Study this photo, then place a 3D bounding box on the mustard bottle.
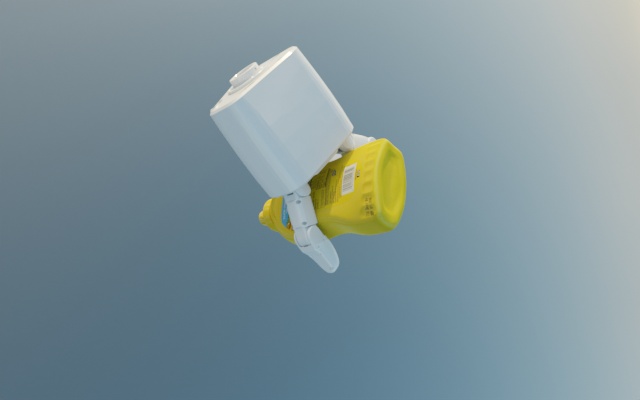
[{"bbox_3d":[0.000,0.002,0.530,0.191,0.096,0.058,-16,-35,39],"label":"mustard bottle"}]
